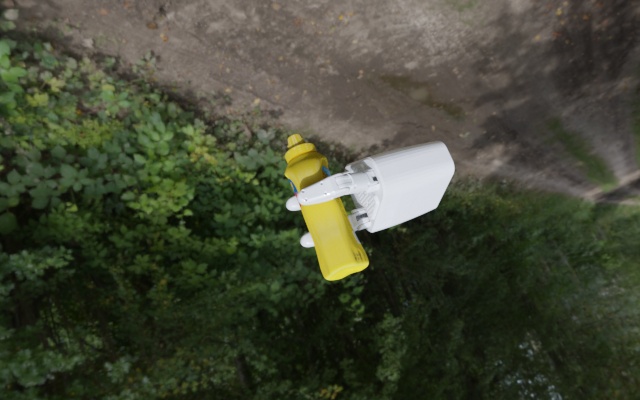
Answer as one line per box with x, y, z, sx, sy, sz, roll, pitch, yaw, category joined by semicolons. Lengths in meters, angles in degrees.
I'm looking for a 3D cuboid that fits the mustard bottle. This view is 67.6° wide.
0.000;0.002;0.603;0.058;0.191;0.096;-23;-14;6;mustard bottle
